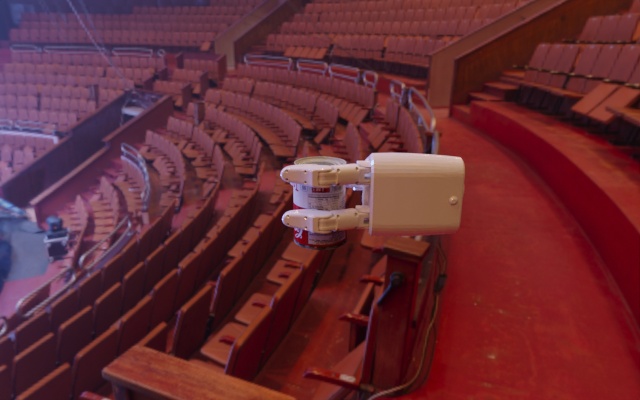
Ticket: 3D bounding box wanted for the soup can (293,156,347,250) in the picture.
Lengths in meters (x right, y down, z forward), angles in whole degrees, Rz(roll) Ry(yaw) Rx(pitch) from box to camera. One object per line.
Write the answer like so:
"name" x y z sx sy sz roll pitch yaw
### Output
"soup can" 0.000 0.002 0.594 0.068 0.102 0.068 0 18 0
